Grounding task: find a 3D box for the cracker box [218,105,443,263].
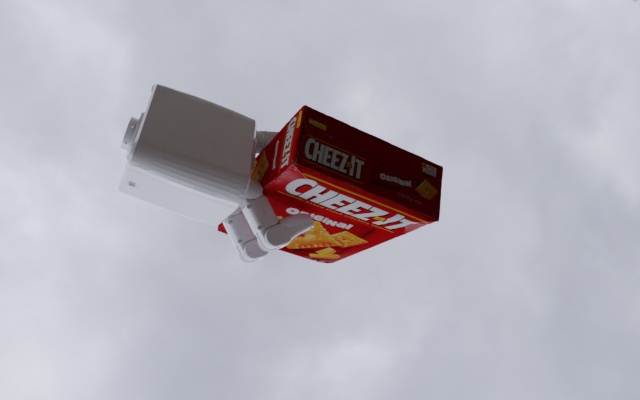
[{"bbox_3d":[0.000,0.002,0.527,0.164,0.072,0.214,20,-26,-23],"label":"cracker box"}]
